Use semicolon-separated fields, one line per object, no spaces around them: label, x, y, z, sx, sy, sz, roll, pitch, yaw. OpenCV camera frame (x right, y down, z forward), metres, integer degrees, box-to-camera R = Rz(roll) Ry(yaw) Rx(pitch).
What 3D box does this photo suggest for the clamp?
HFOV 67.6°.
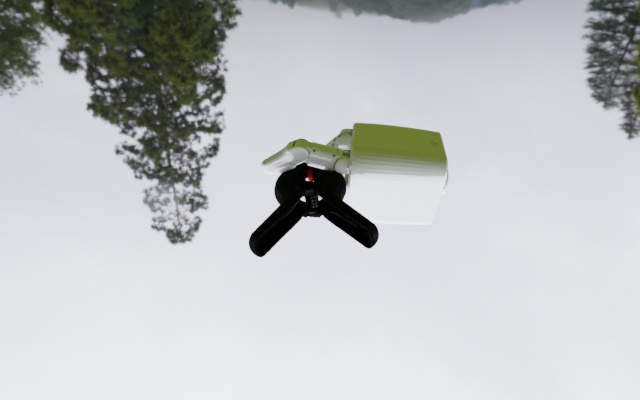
clamp;0.000;0.002;0.501;0.120;0.039;0.171;5;35;3
